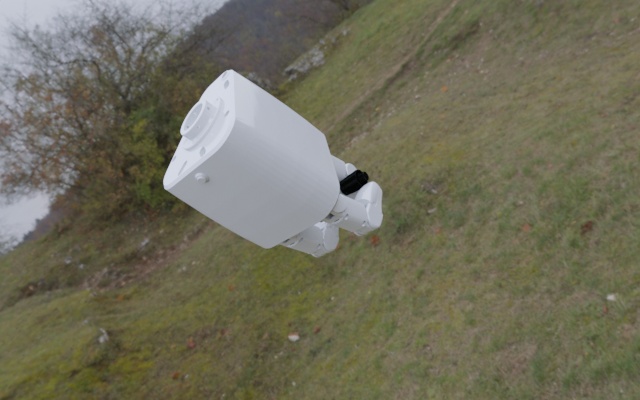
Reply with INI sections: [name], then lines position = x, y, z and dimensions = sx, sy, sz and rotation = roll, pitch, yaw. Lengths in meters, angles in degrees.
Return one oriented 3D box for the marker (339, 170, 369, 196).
[marker]
position = 0.000, 0.002, 0.485
dimensions = 0.121, 0.020, 0.020
rotation = -30, -18, 35
